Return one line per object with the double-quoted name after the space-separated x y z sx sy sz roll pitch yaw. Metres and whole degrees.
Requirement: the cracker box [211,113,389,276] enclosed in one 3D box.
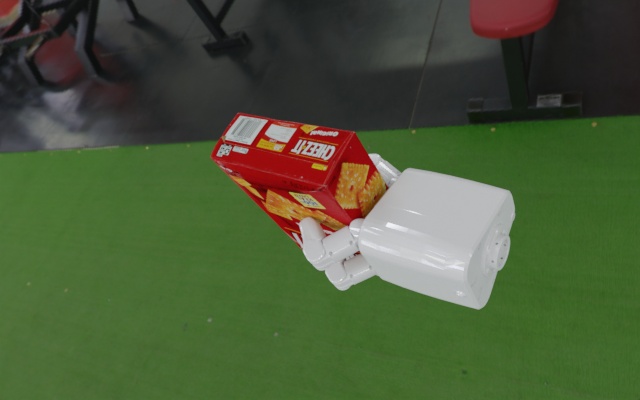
0.000 0.002 0.543 0.164 0.072 0.214 16 -23 37 "cracker box"
